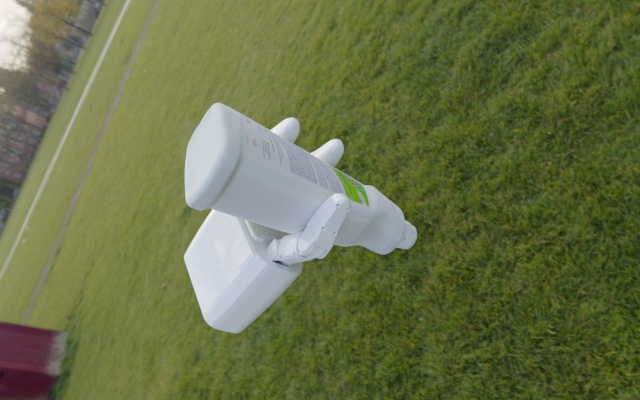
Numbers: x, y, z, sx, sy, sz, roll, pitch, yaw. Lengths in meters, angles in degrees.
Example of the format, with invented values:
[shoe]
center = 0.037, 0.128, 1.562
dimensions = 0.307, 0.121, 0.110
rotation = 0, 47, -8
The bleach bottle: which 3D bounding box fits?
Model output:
[bleach bottle]
center = 0.000, 0.001, 0.456
dimensions = 0.251, 0.068, 0.102
rotation = 24, 29, -31
